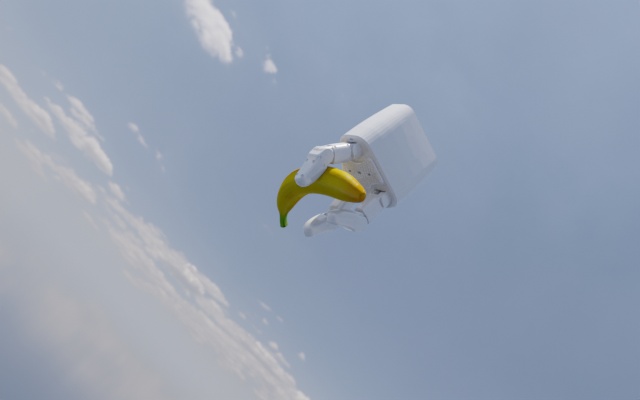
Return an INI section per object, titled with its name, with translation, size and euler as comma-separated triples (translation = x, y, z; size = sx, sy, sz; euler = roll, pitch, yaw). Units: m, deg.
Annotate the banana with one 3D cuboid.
[banana]
translation = -0.010, -0.014, 0.638
size = 0.037, 0.069, 0.198
euler = -30, 5, -34
